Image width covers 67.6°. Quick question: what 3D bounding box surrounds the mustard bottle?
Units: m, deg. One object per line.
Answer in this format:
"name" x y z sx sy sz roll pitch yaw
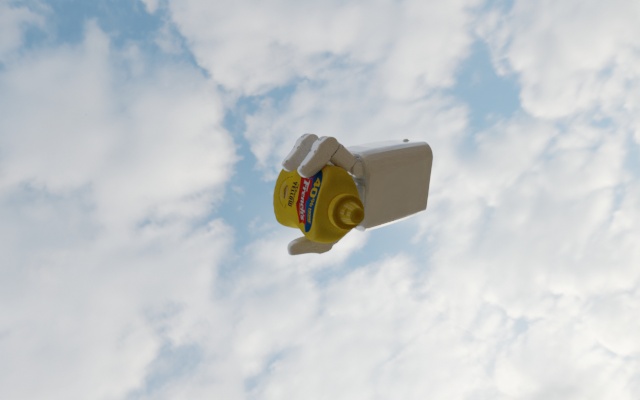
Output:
"mustard bottle" 0.000 0.002 0.598 0.058 0.096 0.191 13 3 -27
